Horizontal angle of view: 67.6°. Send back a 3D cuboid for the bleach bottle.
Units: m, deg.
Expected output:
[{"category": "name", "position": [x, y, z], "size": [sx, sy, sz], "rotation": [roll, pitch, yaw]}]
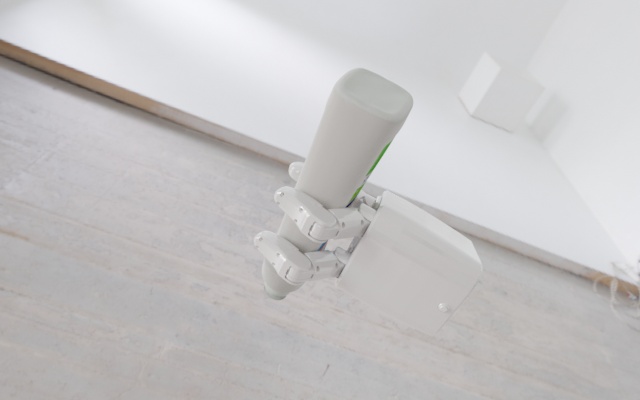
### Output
[{"category": "bleach bottle", "position": [0.000, 0.002, 0.472], "size": [0.068, 0.251, 0.102], "rotation": [29, 32, 4]}]
